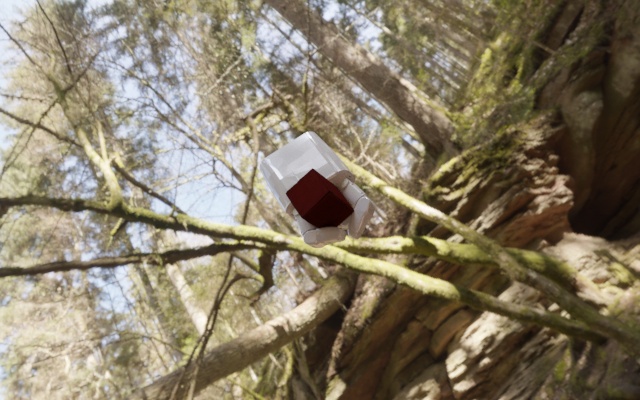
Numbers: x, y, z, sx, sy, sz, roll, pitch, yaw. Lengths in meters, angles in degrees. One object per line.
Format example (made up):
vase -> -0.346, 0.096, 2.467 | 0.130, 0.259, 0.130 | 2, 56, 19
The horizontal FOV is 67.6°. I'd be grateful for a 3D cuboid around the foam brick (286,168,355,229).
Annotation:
foam brick -> 0.000, 0.002, 0.656 | 0.053, 0.051, 0.078 | -41, -34, 9
